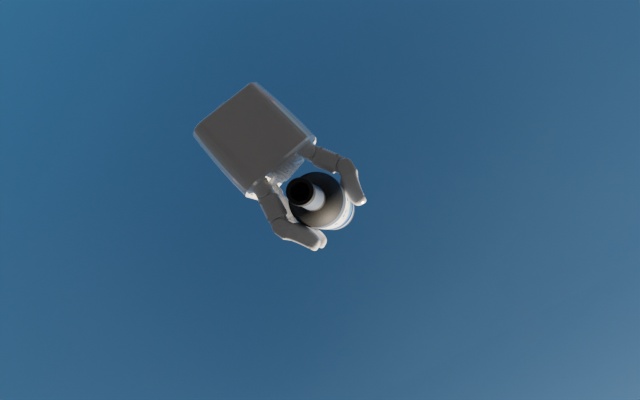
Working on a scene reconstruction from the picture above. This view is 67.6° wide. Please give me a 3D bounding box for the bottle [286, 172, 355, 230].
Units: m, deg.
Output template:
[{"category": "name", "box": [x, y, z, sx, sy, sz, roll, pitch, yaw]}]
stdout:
[{"category": "bottle", "box": [0.000, 0.002, 0.596, 0.069, 0.069, 0.296, 0, -4, 8]}]
